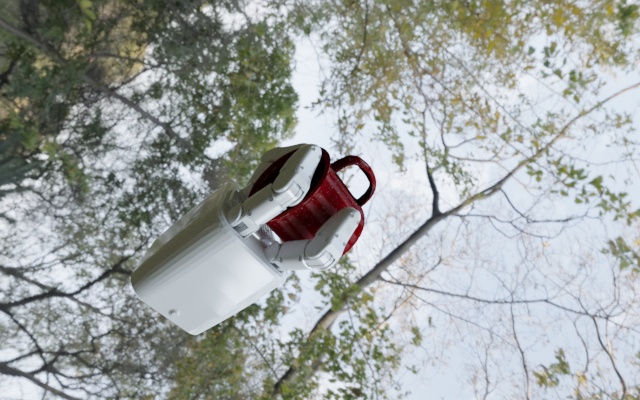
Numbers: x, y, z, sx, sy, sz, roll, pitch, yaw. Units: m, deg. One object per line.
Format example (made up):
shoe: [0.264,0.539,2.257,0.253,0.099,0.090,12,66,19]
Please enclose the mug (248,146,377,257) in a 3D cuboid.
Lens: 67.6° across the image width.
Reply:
mug: [0.001,0.001,0.459,0.117,0.081,0.093,-33,35,9]
